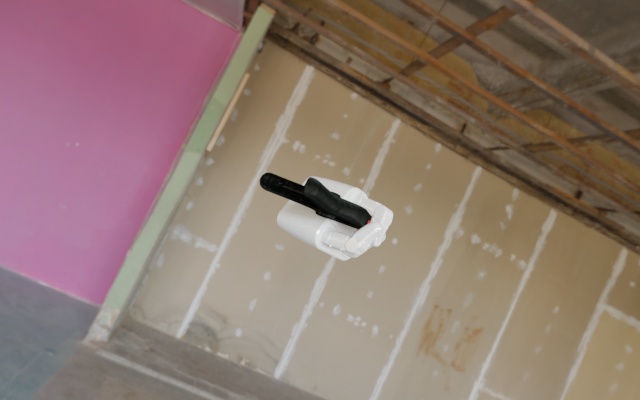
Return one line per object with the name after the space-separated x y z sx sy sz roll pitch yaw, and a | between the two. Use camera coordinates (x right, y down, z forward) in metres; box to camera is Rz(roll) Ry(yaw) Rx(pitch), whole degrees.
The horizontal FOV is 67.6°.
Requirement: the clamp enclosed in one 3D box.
0.001 0.002 0.658 0.120 0.039 0.171 21 -8 45 | clamp
